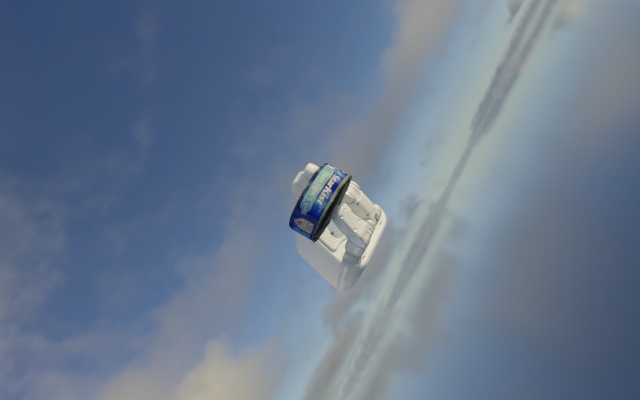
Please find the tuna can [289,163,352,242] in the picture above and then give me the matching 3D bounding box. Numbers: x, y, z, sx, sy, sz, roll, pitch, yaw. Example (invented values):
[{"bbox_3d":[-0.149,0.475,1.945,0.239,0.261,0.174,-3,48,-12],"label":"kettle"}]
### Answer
[{"bbox_3d":[0.000,0.001,0.532,0.034,0.086,0.086,29,4,8],"label":"tuna can"}]
